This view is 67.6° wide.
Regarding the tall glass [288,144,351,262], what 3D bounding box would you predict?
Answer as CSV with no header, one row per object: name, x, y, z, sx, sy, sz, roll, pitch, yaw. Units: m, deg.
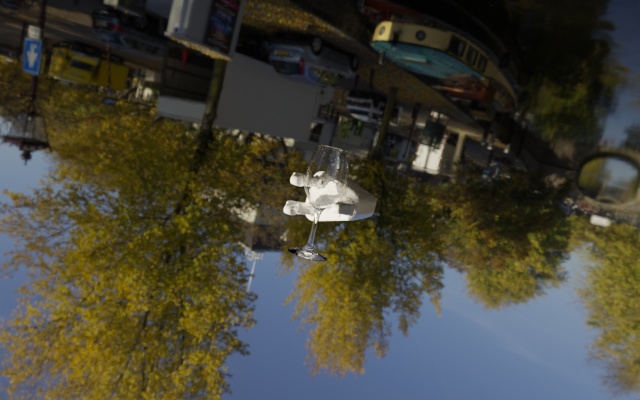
tall glass,0.000,0.003,0.857,0.079,0.201,0.079,14,6,-2
